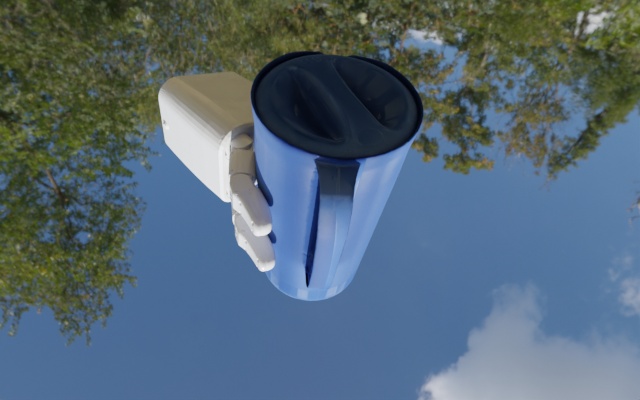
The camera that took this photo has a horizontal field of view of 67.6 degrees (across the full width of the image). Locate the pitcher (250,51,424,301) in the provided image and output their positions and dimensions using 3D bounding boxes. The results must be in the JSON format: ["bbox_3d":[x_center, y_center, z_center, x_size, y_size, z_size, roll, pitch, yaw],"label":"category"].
[{"bbox_3d":[0.000,0.001,0.446,0.145,0.243,0.149,39,56,23],"label":"pitcher"}]
